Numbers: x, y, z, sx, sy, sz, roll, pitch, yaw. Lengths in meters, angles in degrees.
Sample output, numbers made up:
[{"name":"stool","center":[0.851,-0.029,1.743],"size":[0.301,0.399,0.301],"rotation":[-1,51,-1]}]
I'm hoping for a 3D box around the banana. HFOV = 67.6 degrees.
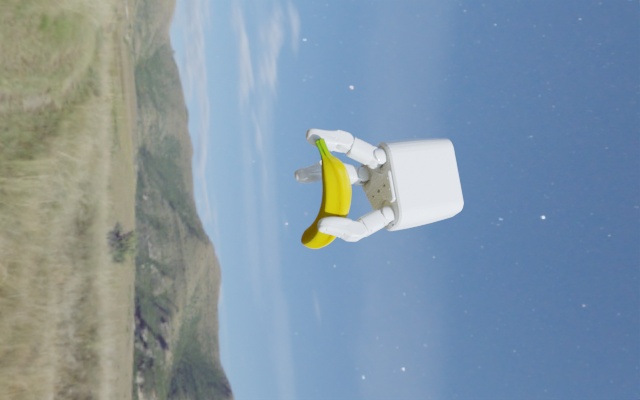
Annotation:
[{"name":"banana","center":[0.008,0.013,0.637],"size":[0.037,0.198,0.069],"rotation":[-11,49,-23]}]
